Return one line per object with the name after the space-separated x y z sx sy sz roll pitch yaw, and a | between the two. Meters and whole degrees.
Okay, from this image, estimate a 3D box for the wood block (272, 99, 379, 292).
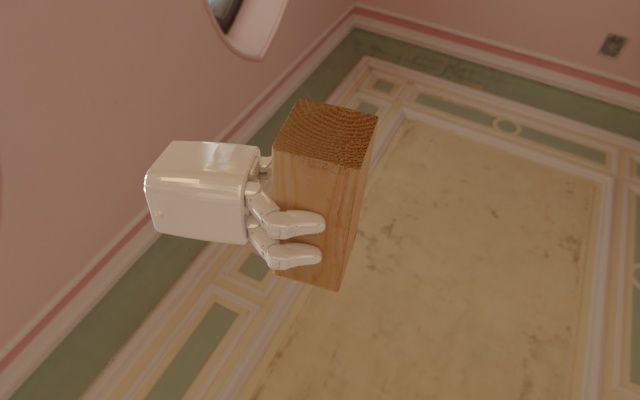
0.000 0.002 0.544 0.090 0.090 0.206 14 -42 8 | wood block
